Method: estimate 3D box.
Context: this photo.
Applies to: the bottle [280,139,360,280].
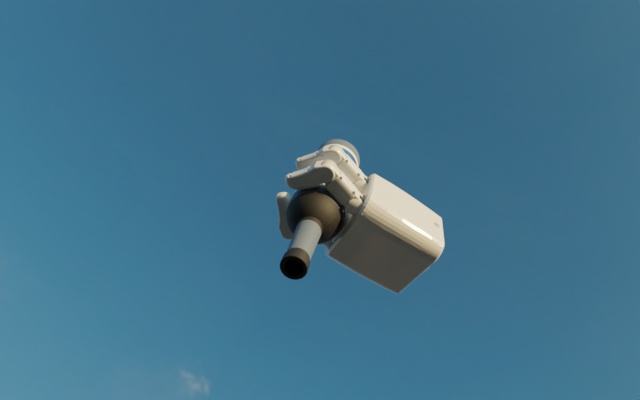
[{"bbox_3d":[0.000,0.002,0.582,0.069,0.069,0.295,0,25,11],"label":"bottle"}]
